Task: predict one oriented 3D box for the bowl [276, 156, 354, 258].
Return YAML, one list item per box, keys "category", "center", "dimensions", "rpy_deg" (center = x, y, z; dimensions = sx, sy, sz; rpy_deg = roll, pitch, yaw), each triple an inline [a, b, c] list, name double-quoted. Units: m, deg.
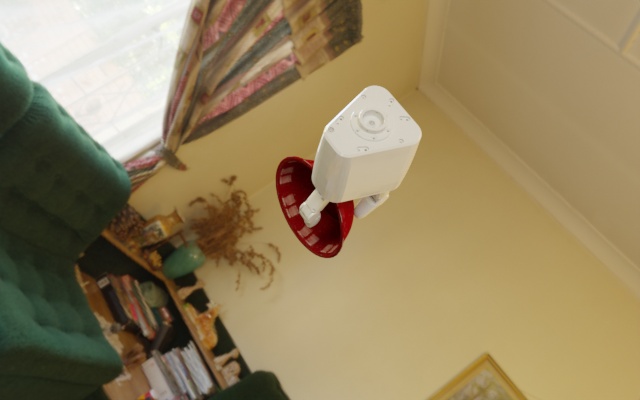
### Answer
- category: "bowl"
  center: [0.000, 0.003, 0.713]
  dimensions: [0.055, 0.162, 0.162]
  rpy_deg: [-26, 14, -31]
